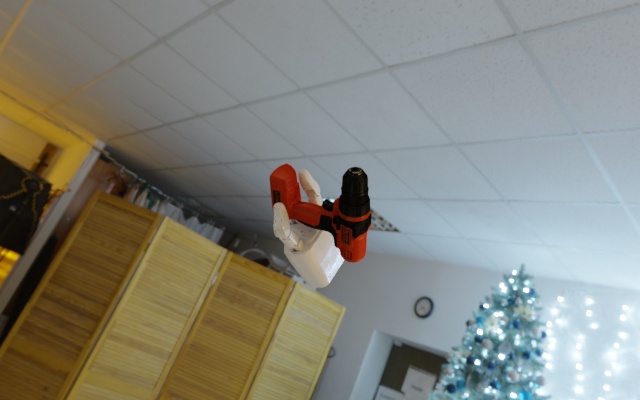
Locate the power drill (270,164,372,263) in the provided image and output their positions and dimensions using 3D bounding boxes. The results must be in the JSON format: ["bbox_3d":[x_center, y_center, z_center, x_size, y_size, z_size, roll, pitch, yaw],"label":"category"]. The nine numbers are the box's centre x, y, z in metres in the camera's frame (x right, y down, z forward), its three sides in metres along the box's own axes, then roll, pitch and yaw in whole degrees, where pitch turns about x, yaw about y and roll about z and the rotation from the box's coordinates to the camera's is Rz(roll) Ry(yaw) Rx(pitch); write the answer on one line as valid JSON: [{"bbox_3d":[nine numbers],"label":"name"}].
[{"bbox_3d":[0.000,0.003,0.808,0.187,0.185,0.057,25,43,30],"label":"power drill"}]
